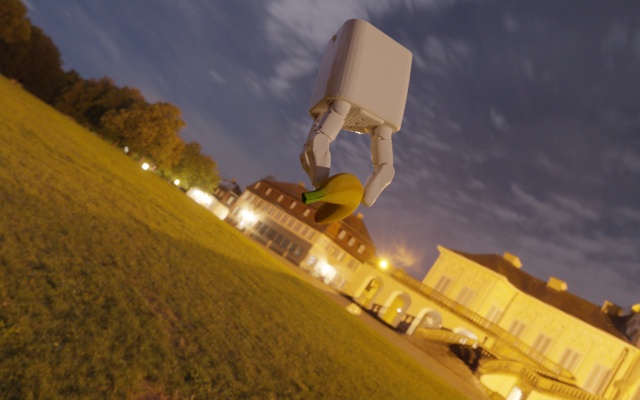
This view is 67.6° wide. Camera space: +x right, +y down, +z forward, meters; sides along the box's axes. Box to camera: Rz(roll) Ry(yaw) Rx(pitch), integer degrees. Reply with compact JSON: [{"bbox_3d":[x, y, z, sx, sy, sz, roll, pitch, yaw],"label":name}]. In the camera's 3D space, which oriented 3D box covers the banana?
[{"bbox_3d":[0.018,-0.002,0.585,0.069,0.037,0.198,-10,-11,2],"label":"banana"}]
